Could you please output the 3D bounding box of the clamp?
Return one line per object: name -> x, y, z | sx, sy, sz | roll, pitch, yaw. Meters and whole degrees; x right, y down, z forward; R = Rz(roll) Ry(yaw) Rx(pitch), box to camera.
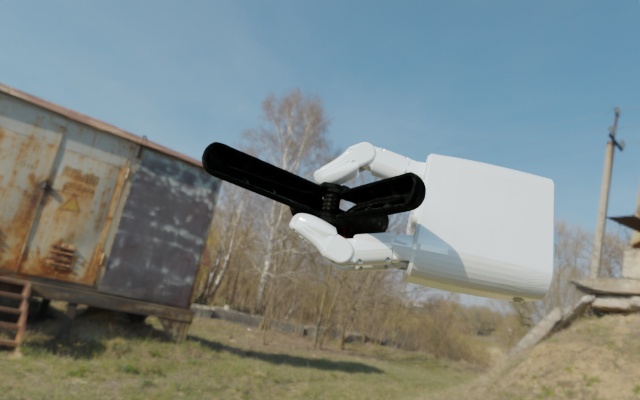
clamp -> 0.001, 0.001, 0.419 | 0.164, 0.036, 0.210 | 13, -12, 9
